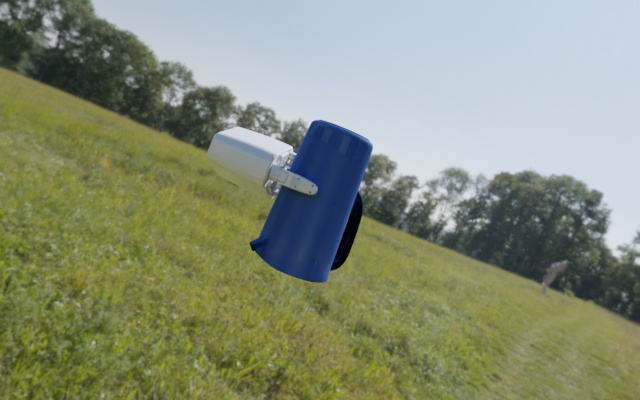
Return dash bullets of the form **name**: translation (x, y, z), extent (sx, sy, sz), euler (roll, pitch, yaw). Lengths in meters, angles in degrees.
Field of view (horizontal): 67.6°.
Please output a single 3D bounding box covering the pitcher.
- **pitcher**: translation (0.000, 0.002, 0.777), extent (0.145, 0.243, 0.149), euler (23, 4, 9)
